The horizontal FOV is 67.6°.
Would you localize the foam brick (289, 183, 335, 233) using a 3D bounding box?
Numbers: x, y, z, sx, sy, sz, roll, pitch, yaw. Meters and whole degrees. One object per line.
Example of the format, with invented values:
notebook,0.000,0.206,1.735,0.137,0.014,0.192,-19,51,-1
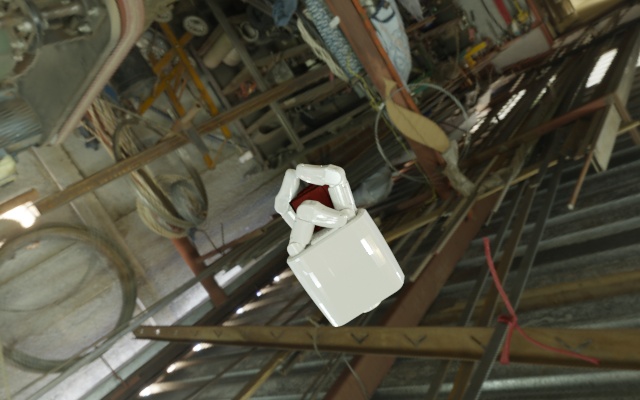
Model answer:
foam brick,0.000,0.002,0.641,0.053,0.051,0.078,-32,6,19
